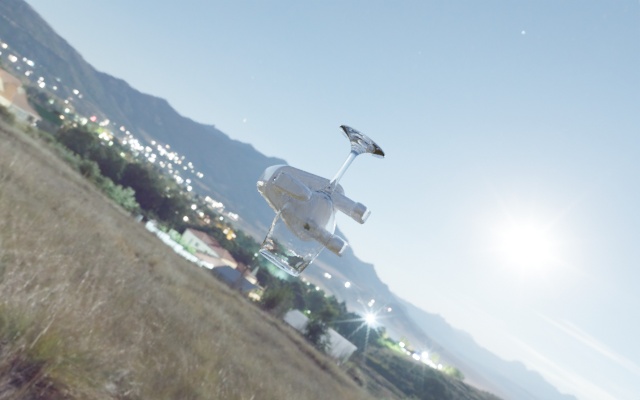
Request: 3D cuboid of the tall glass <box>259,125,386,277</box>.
[{"bbox_3d":[0.000,0.001,0.635,0.079,0.201,0.079,34,-5,3],"label":"tall glass"}]
